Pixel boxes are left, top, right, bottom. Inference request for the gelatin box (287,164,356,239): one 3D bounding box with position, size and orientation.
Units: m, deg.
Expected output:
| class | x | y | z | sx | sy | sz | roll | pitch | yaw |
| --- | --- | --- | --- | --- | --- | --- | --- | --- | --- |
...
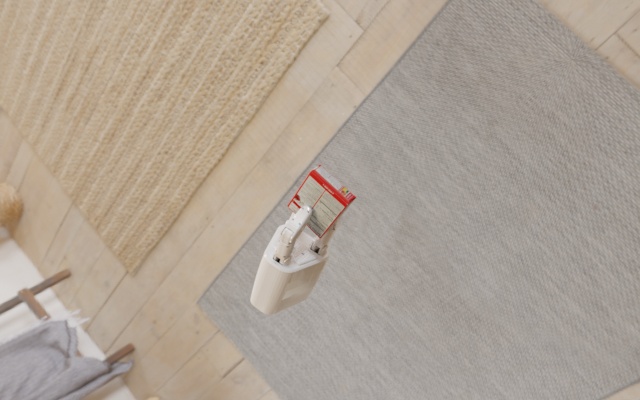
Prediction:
| class | x | y | z | sx | sy | sz | roll | pitch | yaw |
| --- | --- | --- | --- | --- | --- | --- | --- | --- | --- |
| gelatin box | 0.000 | 0.002 | 0.713 | 0.030 | 0.073 | 0.089 | -39 | -11 | -48 |
